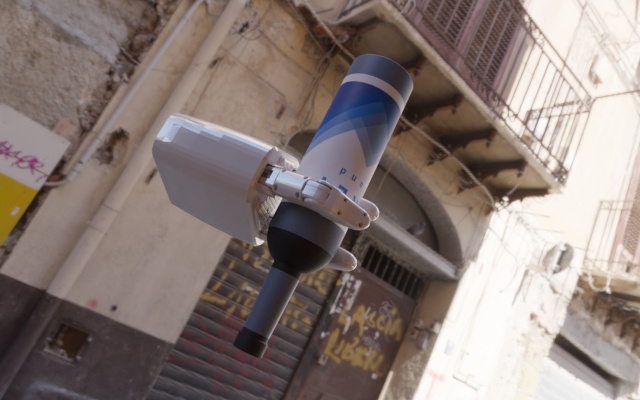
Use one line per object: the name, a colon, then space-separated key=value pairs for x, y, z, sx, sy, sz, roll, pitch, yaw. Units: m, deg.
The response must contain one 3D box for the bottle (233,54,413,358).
bottle: x=0.000 y=0.001 z=0.444 sx=0.069 sy=0.295 sz=0.069 roll=24 pitch=-15 yaw=7
